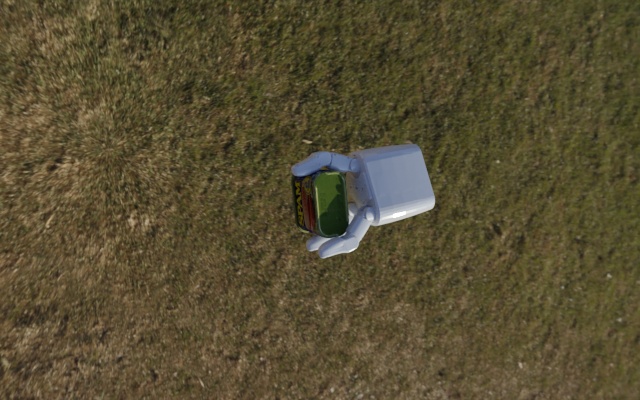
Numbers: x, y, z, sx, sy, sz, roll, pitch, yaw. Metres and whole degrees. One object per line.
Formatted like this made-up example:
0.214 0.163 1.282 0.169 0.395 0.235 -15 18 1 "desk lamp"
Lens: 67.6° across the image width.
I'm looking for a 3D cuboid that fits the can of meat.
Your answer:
0.000 0.002 0.715 0.057 0.102 0.084 -9 9 -23 "can of meat"
